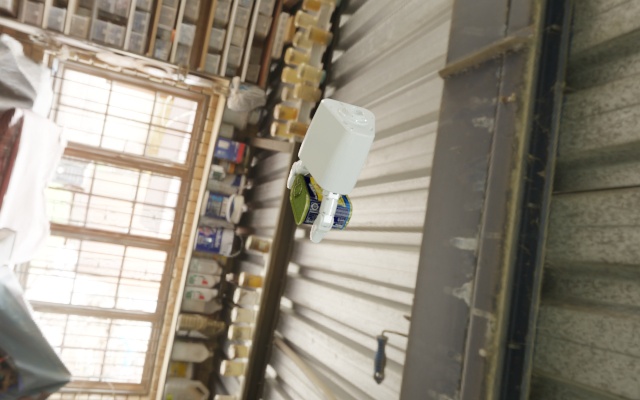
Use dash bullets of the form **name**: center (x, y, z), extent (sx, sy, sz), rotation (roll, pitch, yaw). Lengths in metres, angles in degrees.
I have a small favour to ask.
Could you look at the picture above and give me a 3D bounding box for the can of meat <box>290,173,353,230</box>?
- **can of meat**: center (0.000, 0.003, 0.812), extent (0.084, 0.057, 0.102), rotation (10, 30, -19)
